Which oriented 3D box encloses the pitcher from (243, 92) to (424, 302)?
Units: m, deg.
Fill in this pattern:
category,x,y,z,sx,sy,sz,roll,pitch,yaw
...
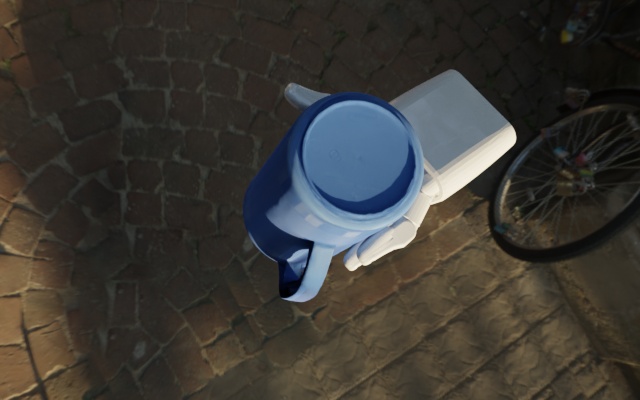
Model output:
category,x,y,z,sx,sy,sz,roll,pitch,yaw
pitcher,0.000,0.001,0.459,0.145,0.149,0.243,-33,-2,-17
